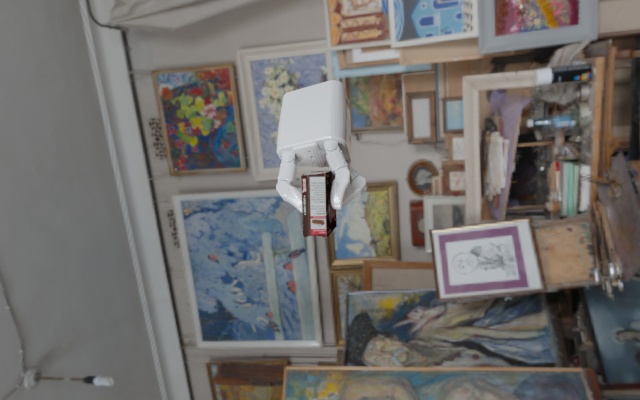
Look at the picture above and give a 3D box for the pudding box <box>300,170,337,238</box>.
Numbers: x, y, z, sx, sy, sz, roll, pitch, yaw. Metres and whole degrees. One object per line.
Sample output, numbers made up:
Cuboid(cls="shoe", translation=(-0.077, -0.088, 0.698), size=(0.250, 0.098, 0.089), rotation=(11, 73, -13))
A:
Cuboid(cls="pudding box", translation=(0.000, 0.002, 0.699), size=(0.039, 0.090, 0.113), rotation=(-1, 5, 11))
